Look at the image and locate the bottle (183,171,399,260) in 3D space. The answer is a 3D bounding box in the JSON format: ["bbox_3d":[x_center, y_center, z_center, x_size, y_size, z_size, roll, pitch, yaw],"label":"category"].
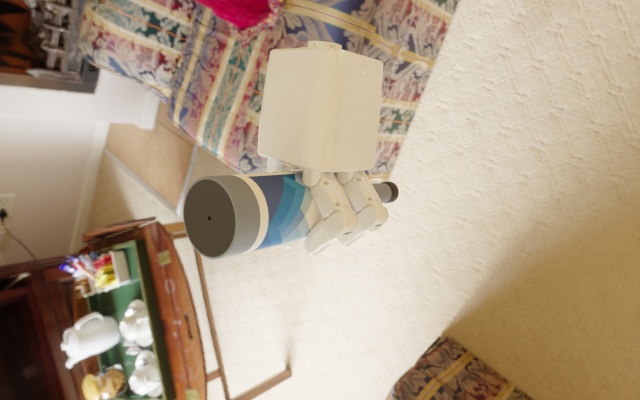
[{"bbox_3d":[0.000,0.002,0.493,0.069,0.069,0.295,0,5,37],"label":"bottle"}]
